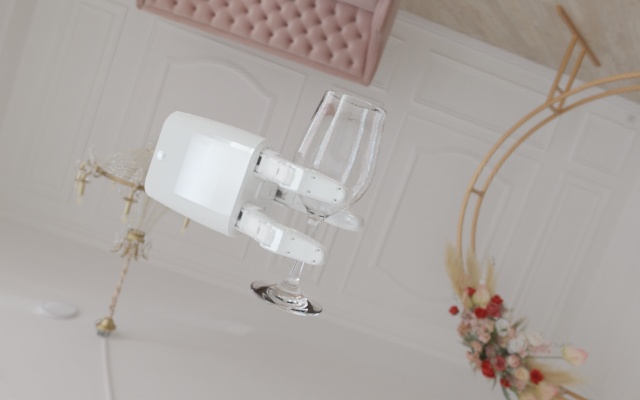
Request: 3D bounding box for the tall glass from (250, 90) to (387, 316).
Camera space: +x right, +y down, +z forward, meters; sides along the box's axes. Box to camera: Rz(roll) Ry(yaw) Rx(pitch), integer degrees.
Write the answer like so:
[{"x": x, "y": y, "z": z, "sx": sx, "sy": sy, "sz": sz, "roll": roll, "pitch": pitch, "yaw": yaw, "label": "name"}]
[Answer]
[{"x": 0.000, "y": 0.002, "z": 0.454, "sx": 0.079, "sy": 0.201, "sz": 0.079, "roll": 20, "pitch": 5, "yaw": -2, "label": "tall glass"}]
